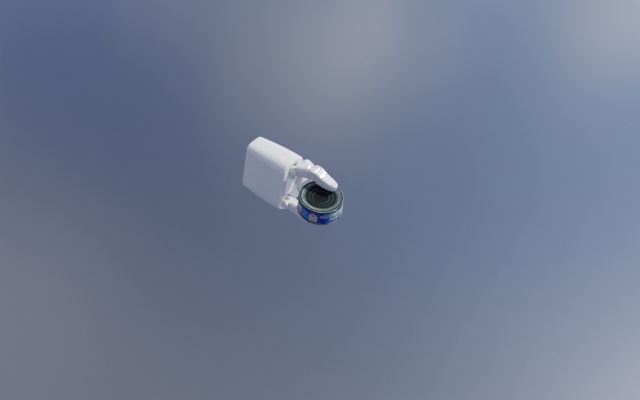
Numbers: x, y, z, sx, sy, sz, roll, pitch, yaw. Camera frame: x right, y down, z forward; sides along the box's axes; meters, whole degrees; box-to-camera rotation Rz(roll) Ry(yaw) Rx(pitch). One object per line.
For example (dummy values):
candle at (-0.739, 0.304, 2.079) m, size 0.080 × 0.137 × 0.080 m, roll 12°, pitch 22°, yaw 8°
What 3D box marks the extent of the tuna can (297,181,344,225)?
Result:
tuna can at (0.000, 0.003, 0.887) m, size 0.086 × 0.086 × 0.034 m, roll 0°, pitch -43°, yaw -8°
